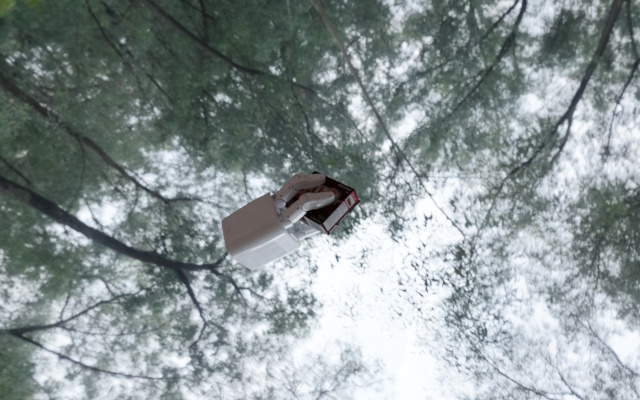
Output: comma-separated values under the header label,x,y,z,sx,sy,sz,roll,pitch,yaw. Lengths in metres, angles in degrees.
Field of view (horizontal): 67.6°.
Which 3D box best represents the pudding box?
label,x,y,z,sx,sy,sz,roll,pitch,yaw
pudding box,0.000,0.003,0.848,0.113,0.090,0.039,28,-22,41
